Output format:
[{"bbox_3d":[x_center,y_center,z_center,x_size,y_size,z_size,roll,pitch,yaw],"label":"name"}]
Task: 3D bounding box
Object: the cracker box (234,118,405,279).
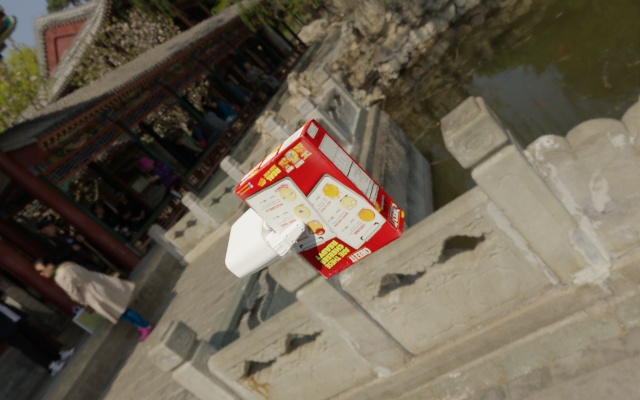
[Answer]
[{"bbox_3d":[0.000,0.002,0.742,0.164,0.214,0.072,-35,19,34],"label":"cracker box"}]
